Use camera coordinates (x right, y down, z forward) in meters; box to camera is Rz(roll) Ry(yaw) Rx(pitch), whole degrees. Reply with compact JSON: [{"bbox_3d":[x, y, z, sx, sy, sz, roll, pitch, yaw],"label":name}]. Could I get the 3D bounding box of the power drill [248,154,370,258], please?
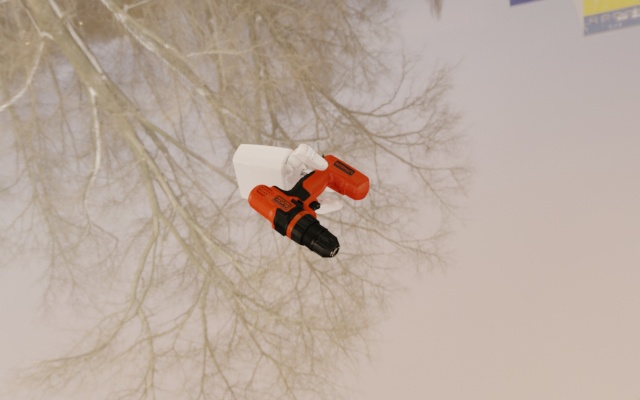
[{"bbox_3d":[0.000,0.002,0.810,0.184,0.057,0.187,35,46,24],"label":"power drill"}]
